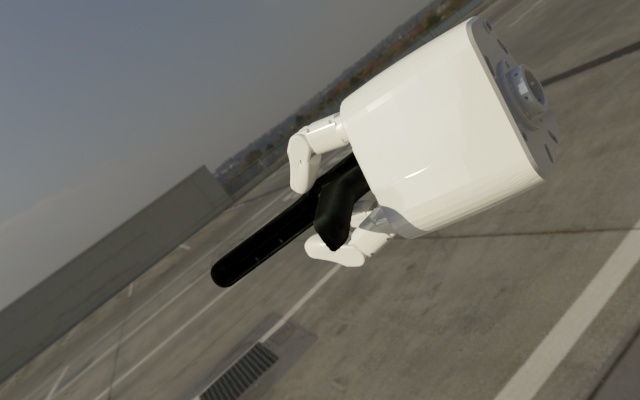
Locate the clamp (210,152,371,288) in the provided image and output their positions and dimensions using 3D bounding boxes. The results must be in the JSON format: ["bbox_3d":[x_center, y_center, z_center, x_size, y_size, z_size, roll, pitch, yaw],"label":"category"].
[{"bbox_3d":[0.000,0.000,0.428,0.164,0.036,0.210,-26,13,40],"label":"clamp"}]
